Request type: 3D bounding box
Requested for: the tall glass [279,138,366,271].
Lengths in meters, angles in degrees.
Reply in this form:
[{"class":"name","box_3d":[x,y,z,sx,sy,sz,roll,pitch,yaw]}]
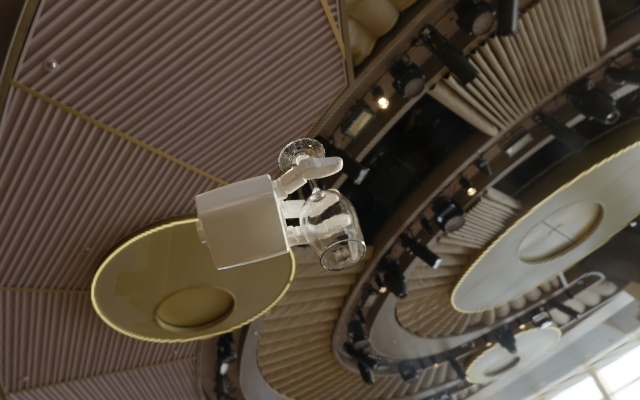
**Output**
[{"class":"tall glass","box_3d":[0.000,0.002,0.671,0.079,0.079,0.201,0,43,-24]}]
